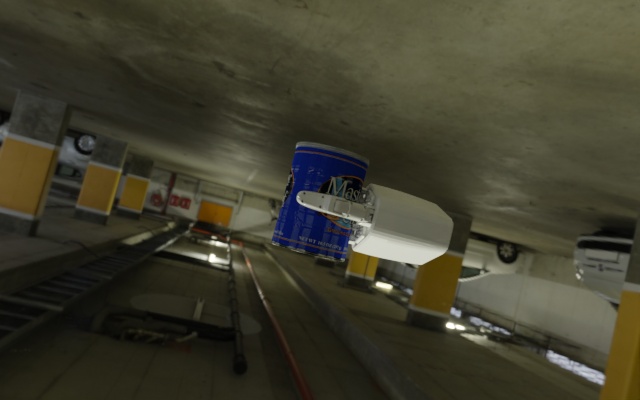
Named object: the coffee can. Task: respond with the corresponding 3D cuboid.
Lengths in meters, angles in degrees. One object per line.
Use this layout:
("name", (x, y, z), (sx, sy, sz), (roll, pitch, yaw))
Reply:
("coffee can", (0.000, 0.002, 0.647), (0.103, 0.140, 0.103), (14, -3, 1))
